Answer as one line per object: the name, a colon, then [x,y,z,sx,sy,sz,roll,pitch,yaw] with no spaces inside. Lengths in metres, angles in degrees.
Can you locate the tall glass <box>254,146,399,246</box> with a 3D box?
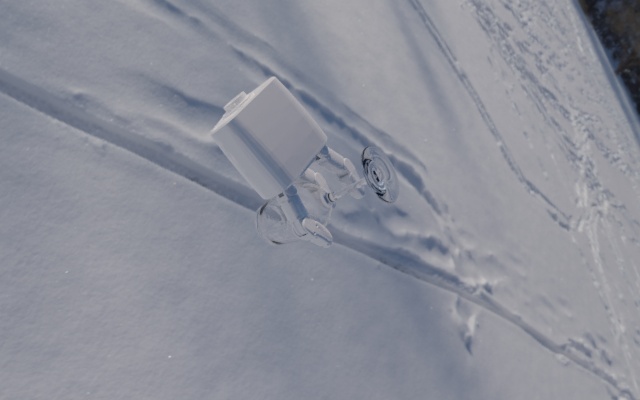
tall glass: [0.001,0.002,0.633,0.201,0.079,0.079,-26,-16,36]
